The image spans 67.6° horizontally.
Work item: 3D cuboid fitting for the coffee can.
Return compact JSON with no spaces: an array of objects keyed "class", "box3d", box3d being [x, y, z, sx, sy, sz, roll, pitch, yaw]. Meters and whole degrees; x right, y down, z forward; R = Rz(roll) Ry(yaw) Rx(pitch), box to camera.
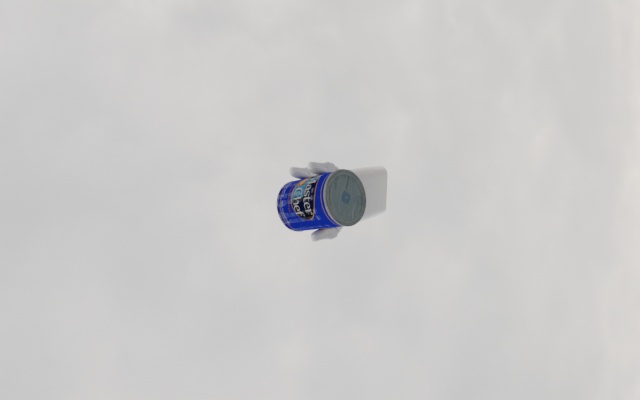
[{"class":"coffee can","box3d":[0.000,0.003,0.895,0.103,0.103,0.140,0,-7,-43]}]
